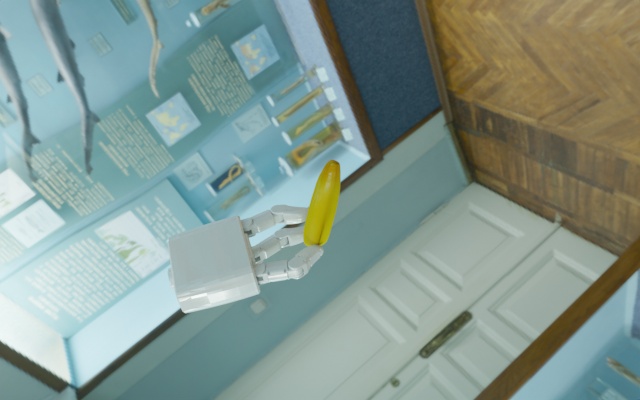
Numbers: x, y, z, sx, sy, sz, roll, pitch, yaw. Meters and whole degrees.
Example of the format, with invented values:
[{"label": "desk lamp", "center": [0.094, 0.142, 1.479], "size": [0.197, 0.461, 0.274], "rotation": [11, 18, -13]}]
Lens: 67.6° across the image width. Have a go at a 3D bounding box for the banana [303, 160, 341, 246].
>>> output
[{"label": "banana", "center": [-0.001, 0.020, 0.663], "size": [0.037, 0.069, 0.198], "rotation": [6, -27, -5]}]
